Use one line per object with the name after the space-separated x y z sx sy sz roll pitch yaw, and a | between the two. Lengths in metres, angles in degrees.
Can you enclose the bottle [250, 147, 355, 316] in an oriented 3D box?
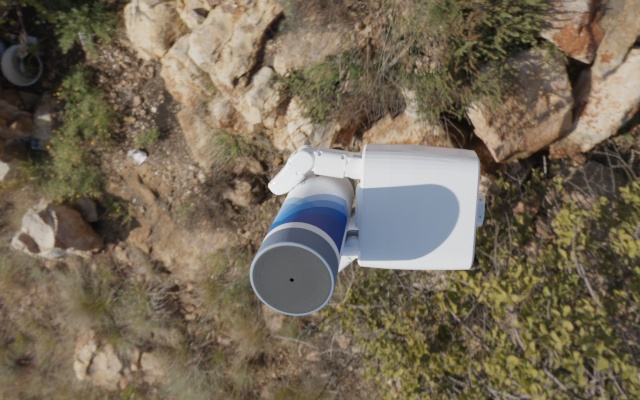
0.000 0.002 0.496 0.069 0.069 0.295 0 24 9 | bottle
